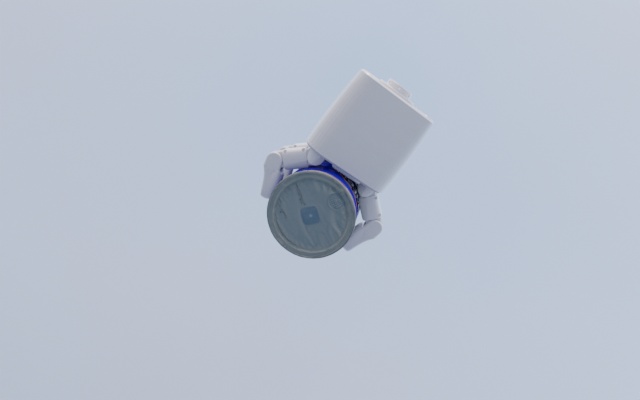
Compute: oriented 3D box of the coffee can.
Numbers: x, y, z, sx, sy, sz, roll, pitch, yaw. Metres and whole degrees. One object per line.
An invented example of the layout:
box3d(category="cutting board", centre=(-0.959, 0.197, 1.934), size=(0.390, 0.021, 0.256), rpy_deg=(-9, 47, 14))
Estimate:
box3d(category="coffee can", centre=(0.000, 0.002, 0.604), size=(0.103, 0.103, 0.140), rpy_deg=(0, 13, 10))
